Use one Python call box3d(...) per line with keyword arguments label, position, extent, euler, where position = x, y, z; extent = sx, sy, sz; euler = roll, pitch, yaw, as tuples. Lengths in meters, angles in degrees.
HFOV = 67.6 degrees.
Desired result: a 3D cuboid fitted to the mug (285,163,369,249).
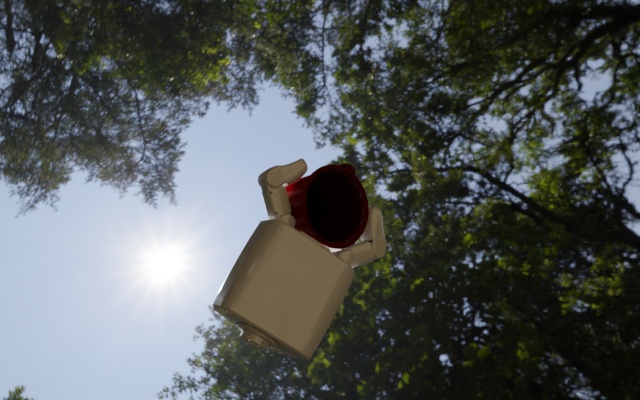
box3d(label="mug", position=(0.001, 0.001, 0.559), extent=(0.093, 0.117, 0.081), euler=(43, -29, -24))
